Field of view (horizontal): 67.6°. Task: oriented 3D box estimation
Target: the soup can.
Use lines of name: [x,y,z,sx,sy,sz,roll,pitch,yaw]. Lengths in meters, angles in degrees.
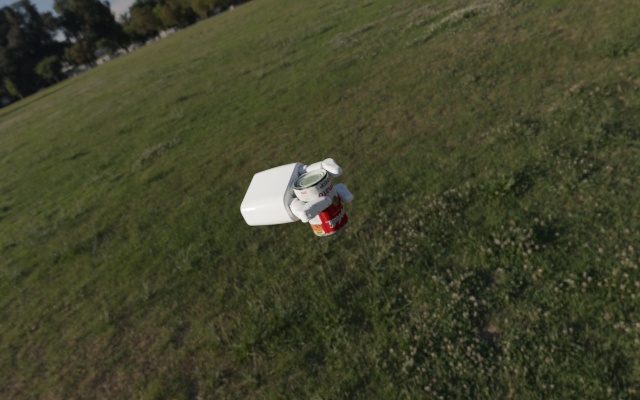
soup can: [0.000,0.003,0.856,0.068,0.102,0.068,-21,24,10]
